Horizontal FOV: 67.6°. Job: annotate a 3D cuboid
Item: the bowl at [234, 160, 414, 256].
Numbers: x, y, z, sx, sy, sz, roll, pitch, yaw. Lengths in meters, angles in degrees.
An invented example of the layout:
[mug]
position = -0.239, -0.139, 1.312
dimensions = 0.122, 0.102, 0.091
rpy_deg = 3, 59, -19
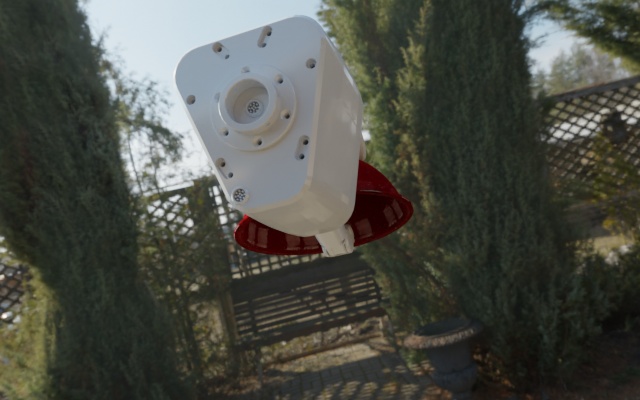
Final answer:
[bowl]
position = 0.000, 0.002, 0.440
dimensions = 0.162, 0.055, 0.162
rpy_deg = -8, -22, -3
